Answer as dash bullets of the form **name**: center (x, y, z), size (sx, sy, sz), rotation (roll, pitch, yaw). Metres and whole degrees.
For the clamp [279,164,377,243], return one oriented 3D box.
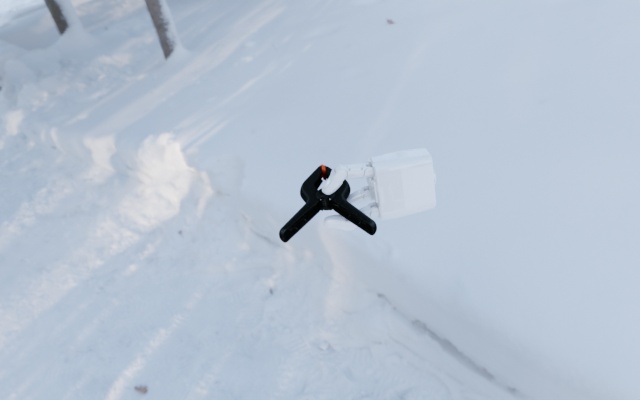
- **clamp**: center (0.000, 0.002, 0.870), size (0.164, 0.036, 0.209), rotation (-8, 37, -5)
